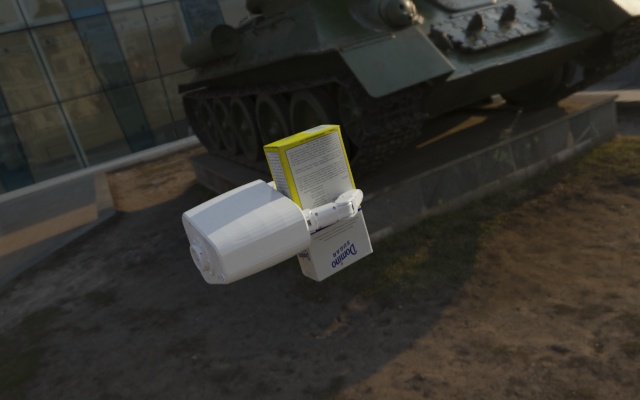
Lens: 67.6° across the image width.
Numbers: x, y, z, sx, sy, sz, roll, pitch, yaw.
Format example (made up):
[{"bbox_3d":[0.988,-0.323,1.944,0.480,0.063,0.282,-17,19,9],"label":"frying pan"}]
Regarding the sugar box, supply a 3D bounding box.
[{"bbox_3d":[0.000,0.002,0.600,0.093,0.176,0.048,-24,20,-28],"label":"sugar box"}]
